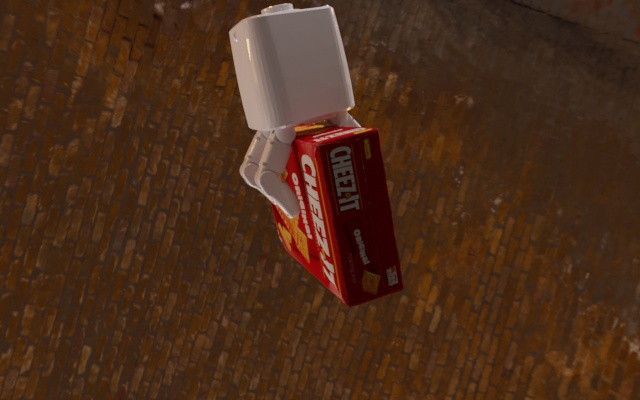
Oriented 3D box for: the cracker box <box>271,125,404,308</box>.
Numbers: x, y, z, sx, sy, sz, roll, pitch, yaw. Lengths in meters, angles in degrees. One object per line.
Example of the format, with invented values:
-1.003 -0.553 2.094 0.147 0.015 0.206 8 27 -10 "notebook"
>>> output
0.000 0.002 0.537 0.072 0.164 0.213 -17 15 -17 "cracker box"
